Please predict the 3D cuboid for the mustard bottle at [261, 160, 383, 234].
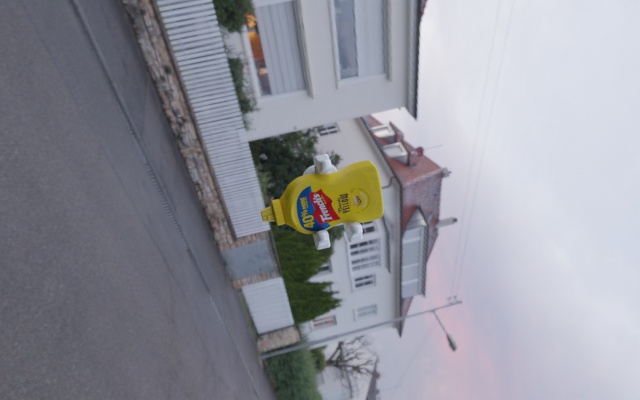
[{"bbox_3d":[0.000,0.003,0.758,0.191,0.096,0.058,-13,27,-5],"label":"mustard bottle"}]
